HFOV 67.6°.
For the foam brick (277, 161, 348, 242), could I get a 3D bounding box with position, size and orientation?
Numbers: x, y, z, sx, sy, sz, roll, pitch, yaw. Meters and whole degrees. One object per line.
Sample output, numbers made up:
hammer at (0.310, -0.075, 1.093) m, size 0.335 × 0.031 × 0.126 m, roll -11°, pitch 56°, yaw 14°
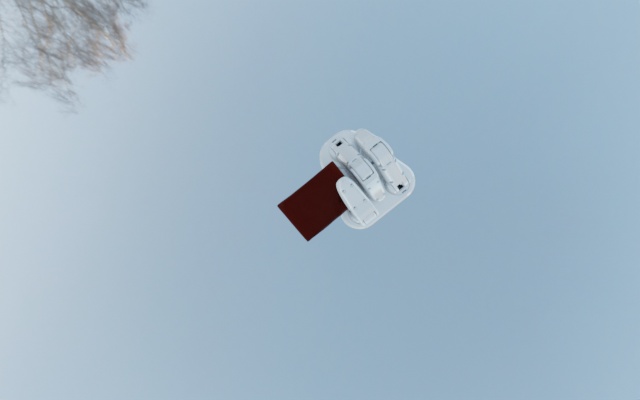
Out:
foam brick at (0.000, 0.002, 0.530) m, size 0.078 × 0.053 × 0.051 m, roll -38°, pitch -2°, yaw 0°
